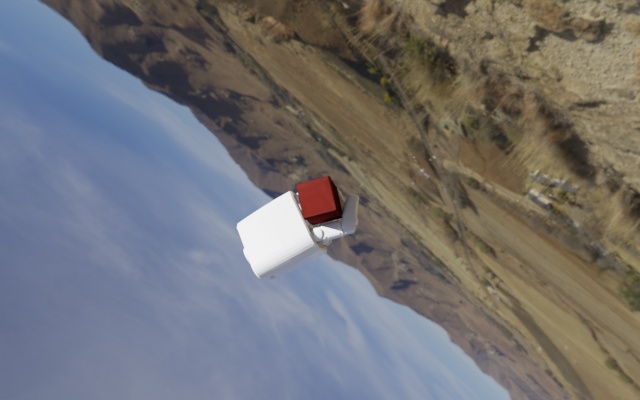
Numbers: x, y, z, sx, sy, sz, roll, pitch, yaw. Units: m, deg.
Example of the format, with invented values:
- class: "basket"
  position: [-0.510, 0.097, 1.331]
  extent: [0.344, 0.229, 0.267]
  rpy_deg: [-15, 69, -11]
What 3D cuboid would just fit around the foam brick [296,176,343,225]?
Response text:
- class: "foam brick"
  position: [0.000, 0.002, 0.712]
  extent: [0.051, 0.053, 0.078]
  rpy_deg: [-13, -13, 7]
